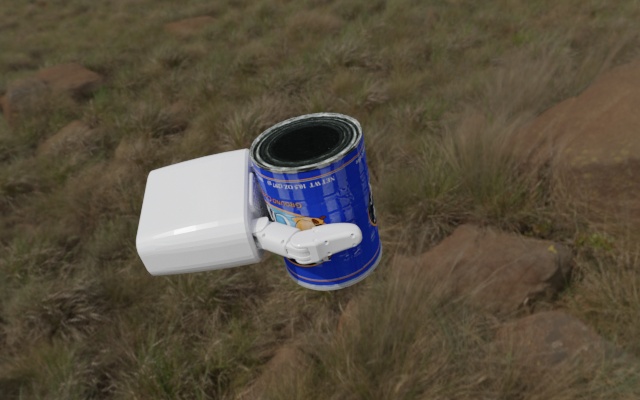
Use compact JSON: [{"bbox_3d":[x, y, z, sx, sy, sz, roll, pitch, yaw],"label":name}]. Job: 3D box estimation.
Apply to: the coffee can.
[{"bbox_3d":[0.000,0.002,0.462,0.103,0.140,0.102,-9,35,6],"label":"coffee can"}]
